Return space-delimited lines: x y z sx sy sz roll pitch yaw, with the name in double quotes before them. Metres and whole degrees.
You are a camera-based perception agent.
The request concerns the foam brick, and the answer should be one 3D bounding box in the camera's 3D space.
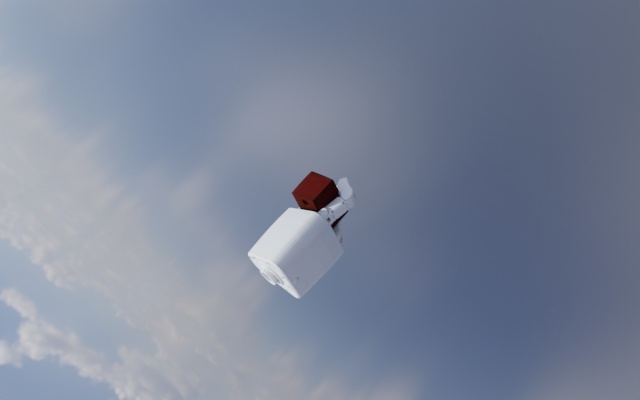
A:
"foam brick" 0.000 0.002 0.770 0.053 0.078 0.051 23 60 44
